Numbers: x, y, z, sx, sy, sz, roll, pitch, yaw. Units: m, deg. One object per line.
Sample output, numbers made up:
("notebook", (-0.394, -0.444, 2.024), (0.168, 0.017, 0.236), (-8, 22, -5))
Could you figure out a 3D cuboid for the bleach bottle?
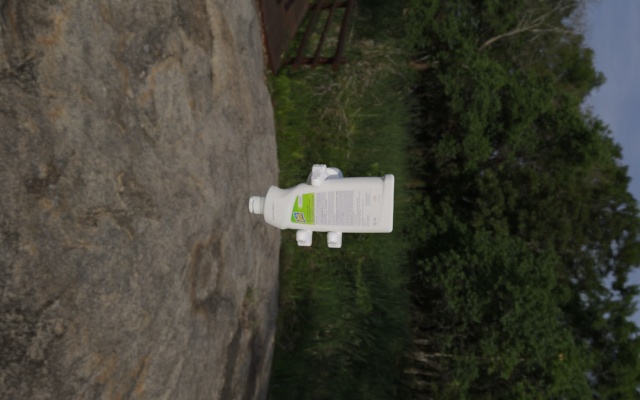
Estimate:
("bleach bottle", (0.000, 0.003, 0.835), (0.251, 0.102, 0.068), (2, 6, 8))
